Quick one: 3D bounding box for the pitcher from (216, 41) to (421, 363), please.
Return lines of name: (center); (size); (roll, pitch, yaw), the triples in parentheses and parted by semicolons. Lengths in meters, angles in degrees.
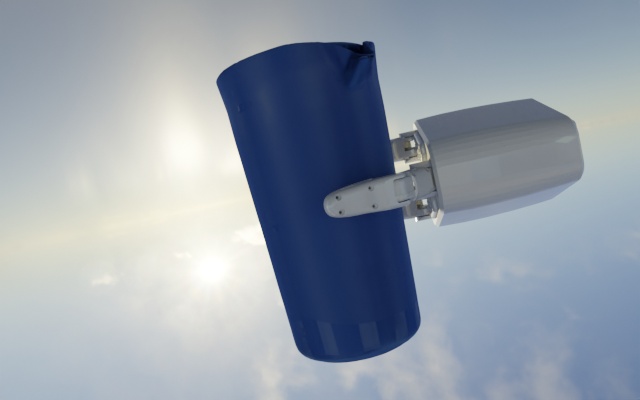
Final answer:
pitcher: (0.000, 0.001, 0.407); (0.145, 0.243, 0.149); (-13, 2, 8)
